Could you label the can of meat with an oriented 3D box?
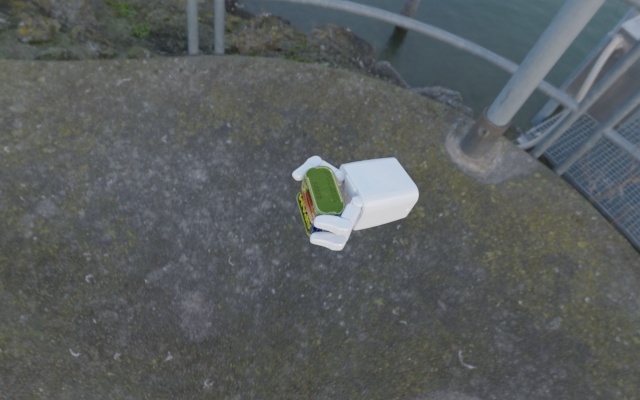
[{"bbox_3d":[0.000,0.002,0.825,0.057,0.102,0.084,-9,-28,-17],"label":"can of meat"}]
